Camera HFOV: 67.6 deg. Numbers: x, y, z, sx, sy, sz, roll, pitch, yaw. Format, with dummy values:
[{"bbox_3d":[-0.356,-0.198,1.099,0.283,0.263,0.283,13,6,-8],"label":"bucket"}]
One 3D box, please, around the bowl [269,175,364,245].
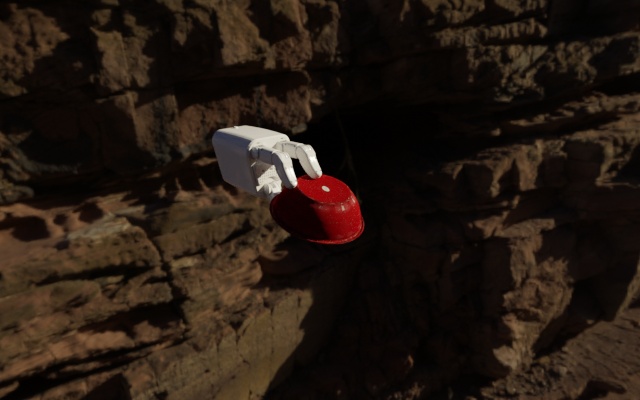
[{"bbox_3d":[0.001,0.003,0.783,0.162,0.055,0.162,11,31,-7],"label":"bowl"}]
